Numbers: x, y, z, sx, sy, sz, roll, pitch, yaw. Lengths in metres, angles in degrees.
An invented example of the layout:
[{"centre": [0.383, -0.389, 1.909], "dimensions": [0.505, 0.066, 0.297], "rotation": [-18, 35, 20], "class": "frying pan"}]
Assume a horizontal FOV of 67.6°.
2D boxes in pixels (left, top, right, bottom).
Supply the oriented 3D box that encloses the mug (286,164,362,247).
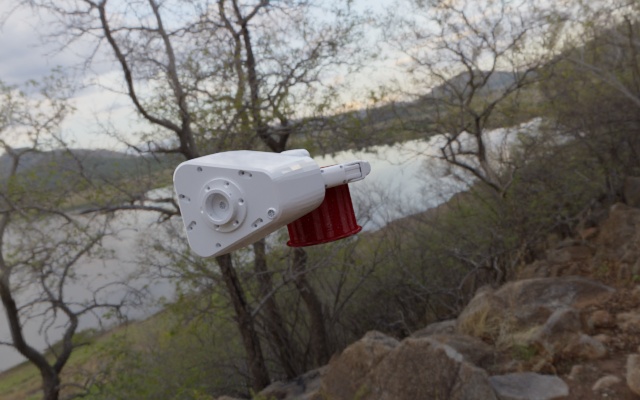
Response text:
[{"centre": [0.001, 0.001, 0.578], "dimensions": [0.093, 0.081, 0.117], "rotation": [-10, 5, 21], "class": "mug"}]
